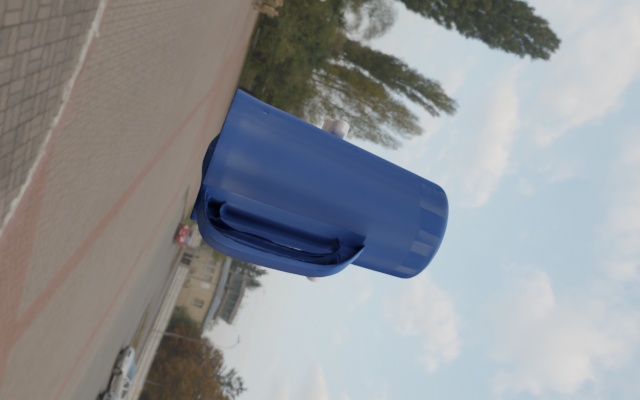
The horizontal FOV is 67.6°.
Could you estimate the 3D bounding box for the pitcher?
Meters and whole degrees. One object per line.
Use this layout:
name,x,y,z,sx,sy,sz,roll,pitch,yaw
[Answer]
pitcher,0.000,0.002,0.478,0.243,0.149,0.145,21,-5,-12
